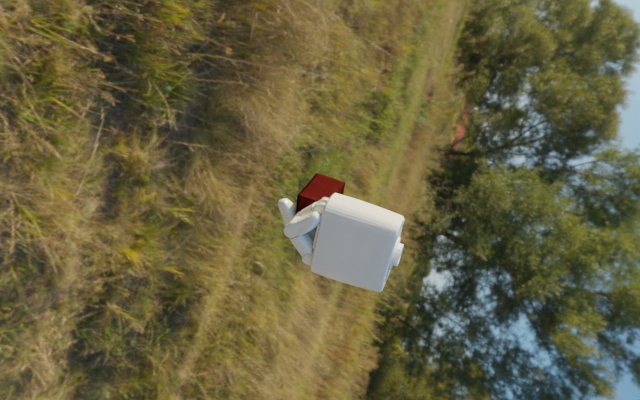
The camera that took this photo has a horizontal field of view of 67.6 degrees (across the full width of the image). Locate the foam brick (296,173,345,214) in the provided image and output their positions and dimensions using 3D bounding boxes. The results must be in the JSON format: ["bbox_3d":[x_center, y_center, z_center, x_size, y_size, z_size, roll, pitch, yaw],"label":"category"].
[{"bbox_3d":[0.000,0.002,0.740,0.051,0.053,0.078,17,34,14],"label":"foam brick"}]
